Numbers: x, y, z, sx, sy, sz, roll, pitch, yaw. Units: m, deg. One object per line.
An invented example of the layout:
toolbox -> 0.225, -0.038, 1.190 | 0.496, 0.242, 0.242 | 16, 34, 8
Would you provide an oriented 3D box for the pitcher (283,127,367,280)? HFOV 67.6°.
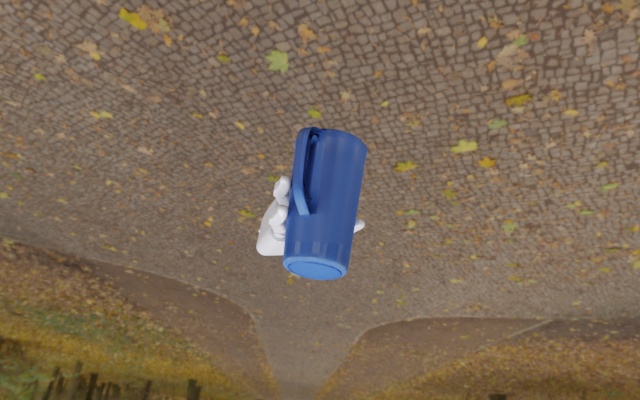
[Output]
pitcher -> 0.000, 0.003, 0.820 | 0.149, 0.242, 0.145 | 16, -26, -17
